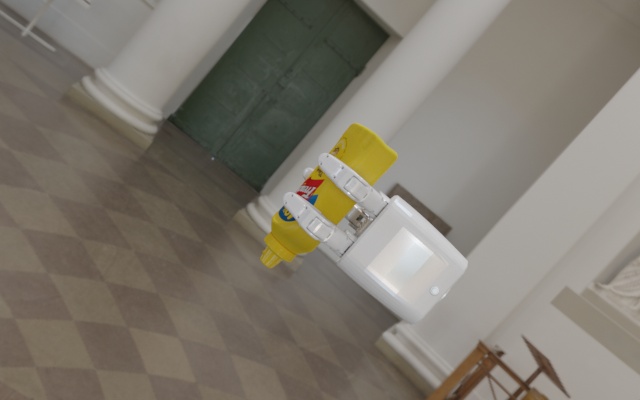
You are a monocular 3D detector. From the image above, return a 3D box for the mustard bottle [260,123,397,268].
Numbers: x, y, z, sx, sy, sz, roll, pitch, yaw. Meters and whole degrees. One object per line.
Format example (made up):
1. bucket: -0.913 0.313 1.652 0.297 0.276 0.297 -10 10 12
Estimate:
1. mustard bottle: 0.000 0.001 0.544 0.058 0.191 0.096 39 5 -22
